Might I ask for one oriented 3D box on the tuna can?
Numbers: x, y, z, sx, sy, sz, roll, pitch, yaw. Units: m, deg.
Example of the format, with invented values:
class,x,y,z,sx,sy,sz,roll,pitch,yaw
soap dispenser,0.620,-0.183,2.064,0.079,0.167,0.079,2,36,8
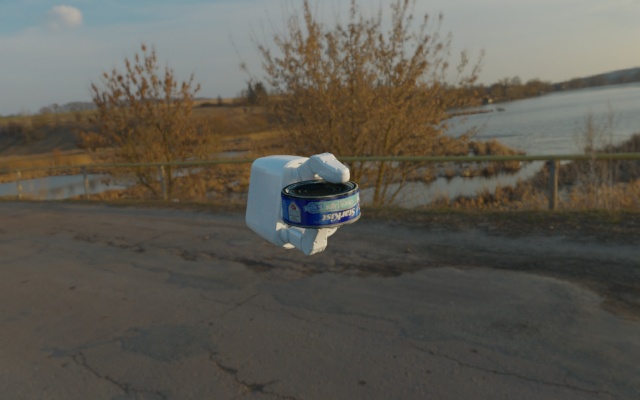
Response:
class,x,y,z,sx,sy,sz,roll,pitch,yaw
tuna can,0.000,0.001,0.517,0.086,0.034,0.086,-3,15,1
